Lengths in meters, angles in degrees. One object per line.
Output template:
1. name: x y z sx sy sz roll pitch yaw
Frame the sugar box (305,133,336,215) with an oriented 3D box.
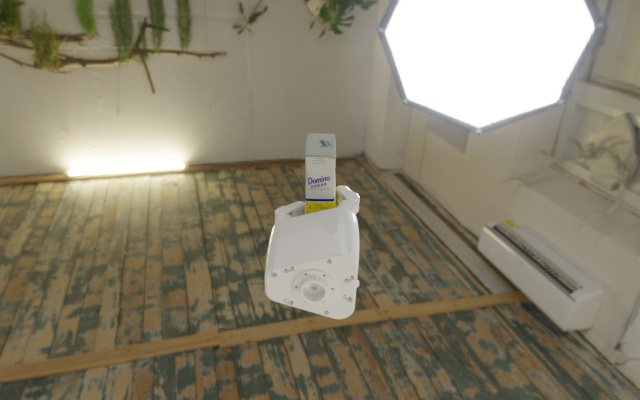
1. sugar box: 0.001 0.002 0.678 0.048 0.176 0.093 3 27 -1
